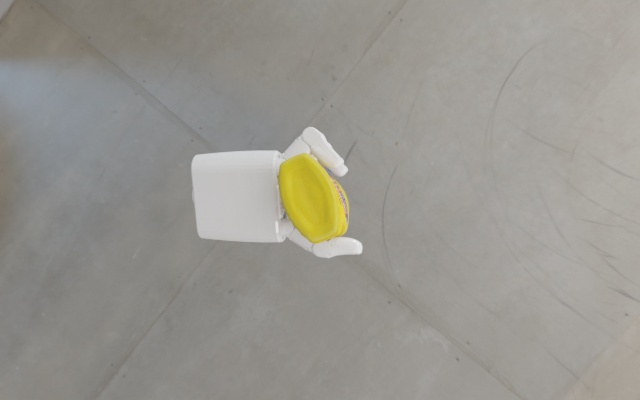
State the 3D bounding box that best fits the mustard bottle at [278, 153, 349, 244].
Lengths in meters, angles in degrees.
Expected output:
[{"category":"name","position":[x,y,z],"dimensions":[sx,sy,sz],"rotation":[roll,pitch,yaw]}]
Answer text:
[{"category":"mustard bottle","position":[0.000,0.002,0.590],"dimensions":[0.058,0.096,0.191],"rotation":[-25,-6,6]}]
